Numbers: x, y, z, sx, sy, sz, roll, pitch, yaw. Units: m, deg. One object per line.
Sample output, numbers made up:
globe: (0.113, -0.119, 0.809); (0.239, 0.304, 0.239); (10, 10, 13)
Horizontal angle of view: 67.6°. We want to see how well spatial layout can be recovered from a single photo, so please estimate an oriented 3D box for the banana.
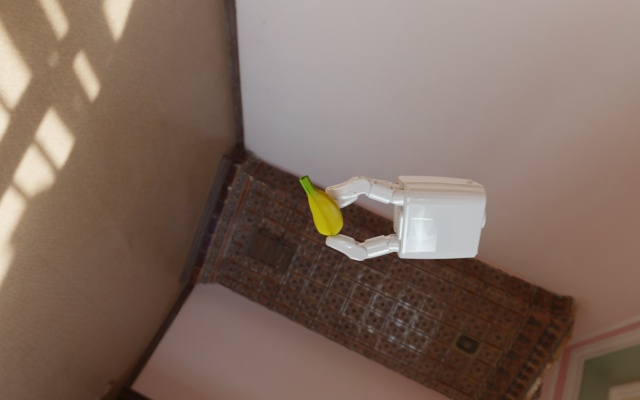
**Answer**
banana: (0.007, 0.018, 0.675); (0.037, 0.069, 0.198); (-22, -14, -3)
